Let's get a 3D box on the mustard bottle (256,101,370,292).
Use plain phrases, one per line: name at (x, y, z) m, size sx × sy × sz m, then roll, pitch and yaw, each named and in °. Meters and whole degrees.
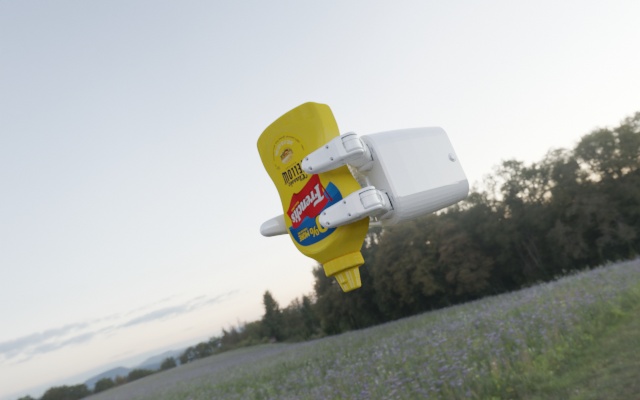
mustard bottle at (0.000, 0.001, 0.498) m, size 0.096 × 0.191 × 0.058 m, roll -30°, pitch -15°, yaw 35°
